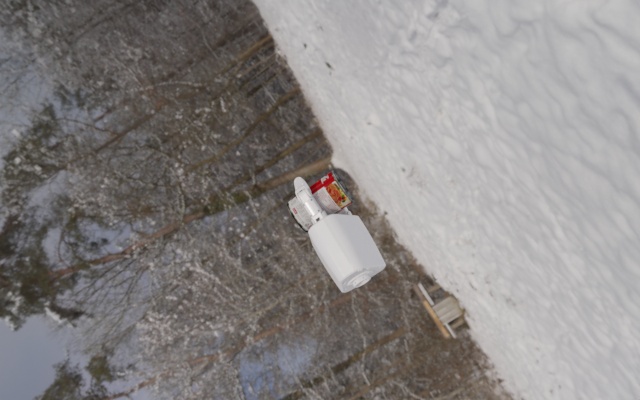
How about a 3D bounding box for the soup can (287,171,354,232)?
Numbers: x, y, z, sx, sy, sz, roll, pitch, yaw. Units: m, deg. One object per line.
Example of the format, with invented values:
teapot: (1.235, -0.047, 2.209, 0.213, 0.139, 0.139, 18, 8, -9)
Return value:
soup can: (0.000, 0.003, 0.853, 0.102, 0.068, 0.068, -35, -6, 9)
